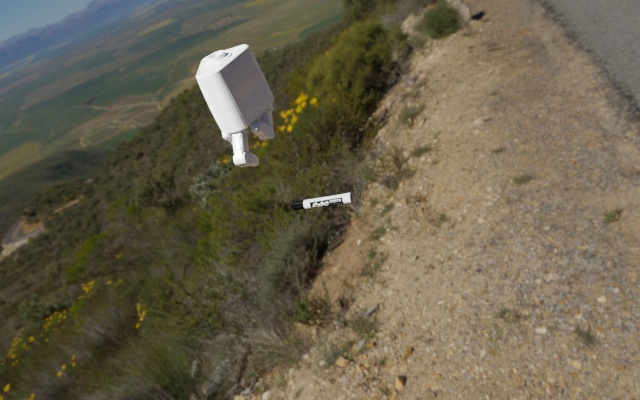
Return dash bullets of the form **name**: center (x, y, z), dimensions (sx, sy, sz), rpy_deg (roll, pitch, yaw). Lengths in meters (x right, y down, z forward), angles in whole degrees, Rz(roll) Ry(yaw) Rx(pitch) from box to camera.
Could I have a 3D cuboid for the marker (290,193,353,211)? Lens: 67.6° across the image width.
- **marker**: center (0.000, 0.003, 0.891), dimensions (0.121, 0.020, 0.020), rpy_deg (-8, -3, 19)
